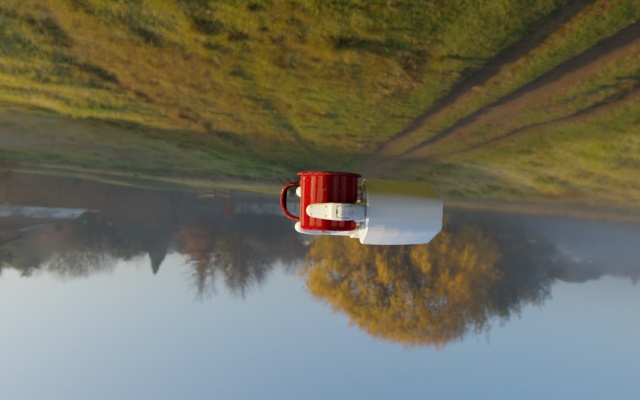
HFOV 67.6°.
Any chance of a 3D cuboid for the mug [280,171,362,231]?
[{"bbox_3d":[-0.001,0.002,0.692,0.117,0.081,0.093,2,-2,2],"label":"mug"}]
